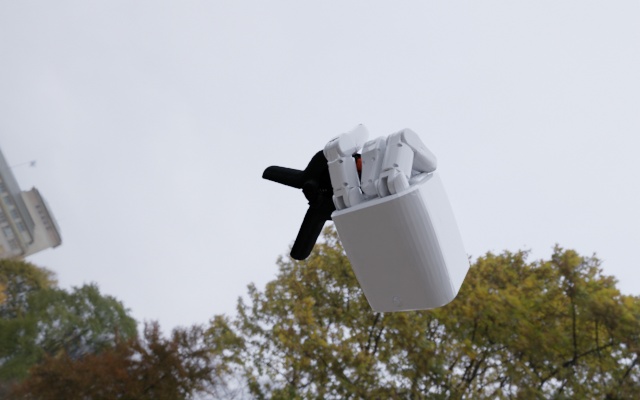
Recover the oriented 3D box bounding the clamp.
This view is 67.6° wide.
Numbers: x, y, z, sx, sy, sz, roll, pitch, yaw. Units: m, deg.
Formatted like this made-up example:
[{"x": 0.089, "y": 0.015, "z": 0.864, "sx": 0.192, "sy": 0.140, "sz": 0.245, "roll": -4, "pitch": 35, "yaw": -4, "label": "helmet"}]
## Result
[{"x": 0.001, "y": 0.001, "z": 0.531, "sx": 0.039, "sy": 0.120, "sz": 0.171, "roll": -21, "pitch": 3, "yaw": -40, "label": "clamp"}]
